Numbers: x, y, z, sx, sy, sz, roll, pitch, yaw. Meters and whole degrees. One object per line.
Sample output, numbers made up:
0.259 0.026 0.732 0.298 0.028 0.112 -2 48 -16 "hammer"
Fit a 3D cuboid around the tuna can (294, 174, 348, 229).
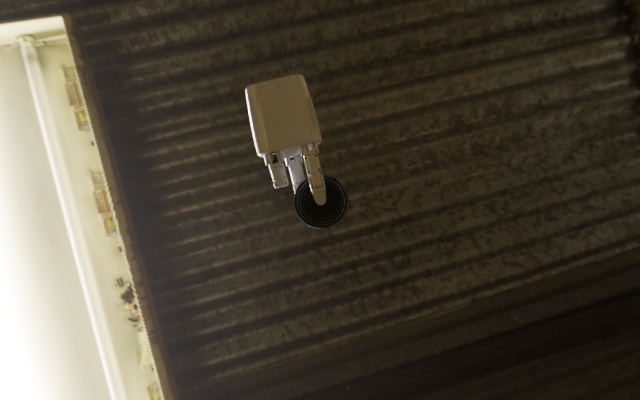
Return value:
0.000 0.003 0.765 0.086 0.086 0.034 0 -5 -3 "tuna can"
